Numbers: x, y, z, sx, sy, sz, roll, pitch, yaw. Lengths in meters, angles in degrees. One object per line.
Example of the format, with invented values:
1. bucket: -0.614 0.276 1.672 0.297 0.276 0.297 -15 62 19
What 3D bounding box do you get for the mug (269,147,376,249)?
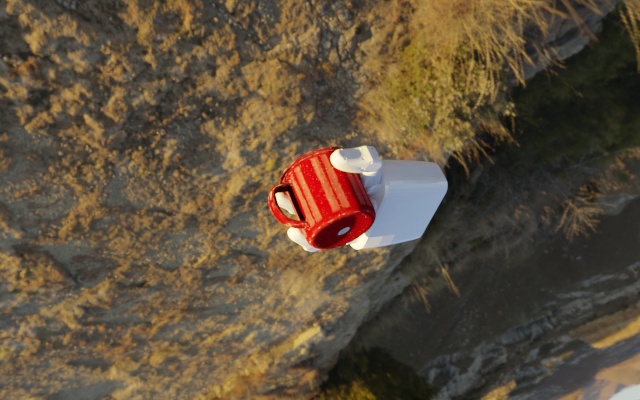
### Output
1. mug: -0.001 0.002 0.525 0.117 0.081 0.093 -5 -33 -31
